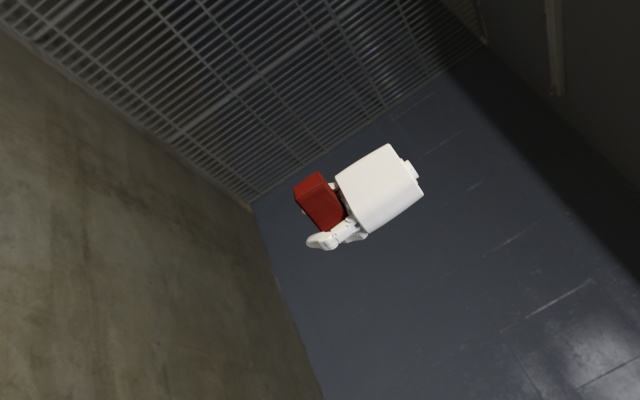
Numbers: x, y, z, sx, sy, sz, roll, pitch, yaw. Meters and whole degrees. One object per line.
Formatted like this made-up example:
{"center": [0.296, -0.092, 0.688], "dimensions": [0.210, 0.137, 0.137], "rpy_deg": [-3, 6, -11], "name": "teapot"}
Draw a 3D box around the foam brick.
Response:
{"center": [0.000, 0.002, 0.759], "dimensions": [0.051, 0.078, 0.053], "rpy_deg": [-34, 27, 10], "name": "foam brick"}
